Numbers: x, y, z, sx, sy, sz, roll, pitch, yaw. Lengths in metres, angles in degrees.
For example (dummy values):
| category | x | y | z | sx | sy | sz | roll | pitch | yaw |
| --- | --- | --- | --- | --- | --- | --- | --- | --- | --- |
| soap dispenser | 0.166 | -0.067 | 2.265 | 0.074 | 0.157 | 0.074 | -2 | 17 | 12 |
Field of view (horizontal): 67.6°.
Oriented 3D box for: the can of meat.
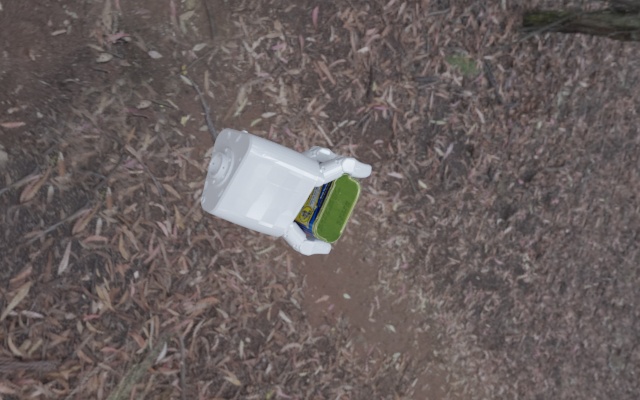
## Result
| category | x | y | z | sx | sy | sz | roll | pitch | yaw |
| --- | --- | --- | --- | --- | --- | --- | --- | --- | --- |
| can of meat | 0.000 | 0.002 | 0.673 | 0.057 | 0.102 | 0.084 | 26 | -3 | -38 |
